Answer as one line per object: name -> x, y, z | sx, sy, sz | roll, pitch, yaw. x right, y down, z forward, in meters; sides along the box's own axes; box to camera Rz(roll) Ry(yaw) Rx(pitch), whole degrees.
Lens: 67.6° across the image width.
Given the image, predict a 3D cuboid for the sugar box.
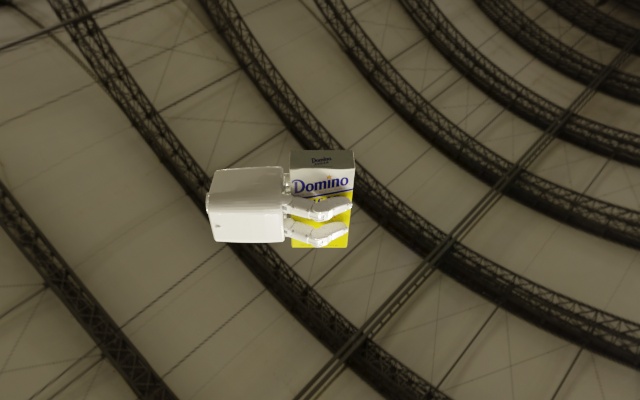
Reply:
sugar box -> 0.000, 0.003, 0.728 | 0.093, 0.048, 0.176 | -1, -41, -2
